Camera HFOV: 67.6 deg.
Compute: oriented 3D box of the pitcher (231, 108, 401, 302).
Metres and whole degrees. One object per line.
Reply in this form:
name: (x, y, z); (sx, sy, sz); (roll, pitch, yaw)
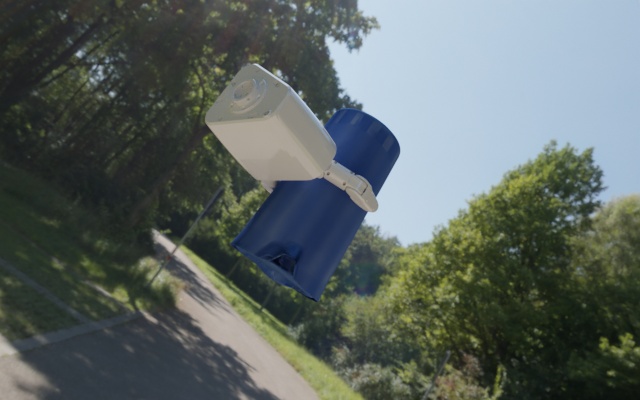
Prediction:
pitcher: (0.000, 0.002, 0.644); (0.149, 0.242, 0.145); (22, -19, 41)
